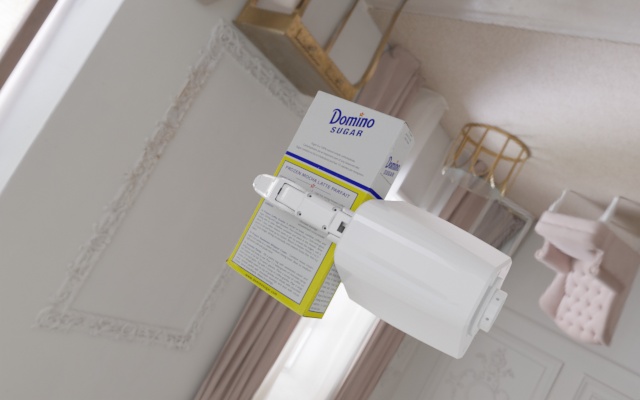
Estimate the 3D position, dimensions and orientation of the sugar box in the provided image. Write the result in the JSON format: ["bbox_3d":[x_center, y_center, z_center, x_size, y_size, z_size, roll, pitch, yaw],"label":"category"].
[{"bbox_3d":[0.000,0.002,0.414,0.093,0.176,0.048,27,-5,29],"label":"sugar box"}]
